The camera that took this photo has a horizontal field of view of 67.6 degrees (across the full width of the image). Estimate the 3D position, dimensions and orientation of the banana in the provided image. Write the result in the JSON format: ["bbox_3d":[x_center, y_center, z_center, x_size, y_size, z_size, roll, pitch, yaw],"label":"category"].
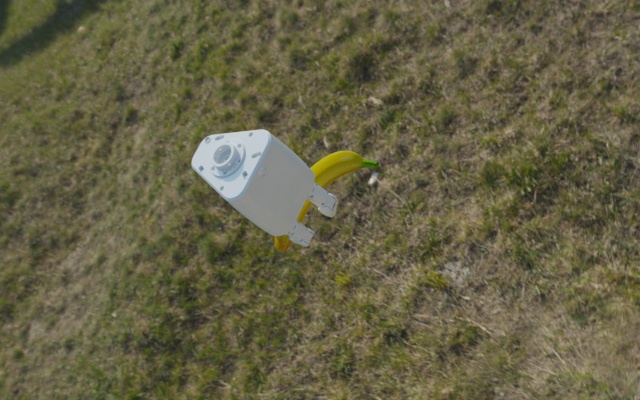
[{"bbox_3d":[-0.008,-0.012,0.713,0.069,0.198,0.037,48,1,33],"label":"banana"}]
